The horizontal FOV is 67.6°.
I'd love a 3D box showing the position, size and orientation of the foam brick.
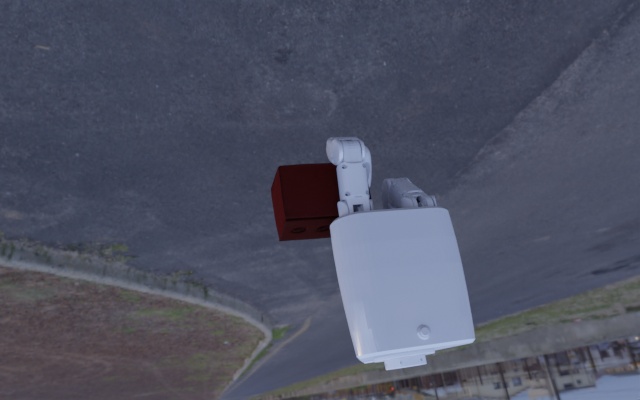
[{"bbox_3d":[0.000,0.001,0.416,0.078,0.051,0.053,-4,-21,-13],"label":"foam brick"}]
